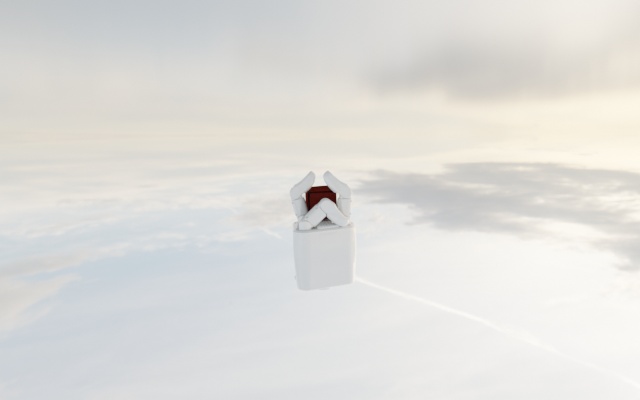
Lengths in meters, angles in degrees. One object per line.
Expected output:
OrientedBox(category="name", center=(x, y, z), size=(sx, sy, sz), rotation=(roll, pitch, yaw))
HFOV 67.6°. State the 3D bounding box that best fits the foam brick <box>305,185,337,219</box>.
OrientedBox(category="foam brick", center=(0.000, 0.003, 0.875), size=(0.053, 0.051, 0.078), rotation=(-4, 9, -4))
